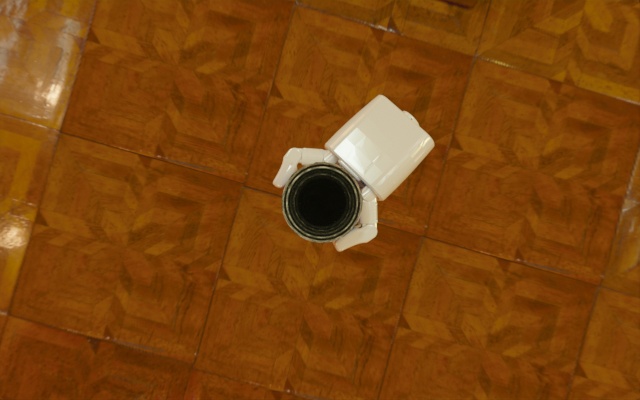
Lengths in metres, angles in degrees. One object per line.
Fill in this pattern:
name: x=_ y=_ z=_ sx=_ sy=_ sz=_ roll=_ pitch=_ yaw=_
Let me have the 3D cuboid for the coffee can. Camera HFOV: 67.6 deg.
coffee can: x=0.000 y=0.002 z=0.667 sx=0.103 sy=0.103 sz=0.140 roll=0 pitch=0 yaw=-2
